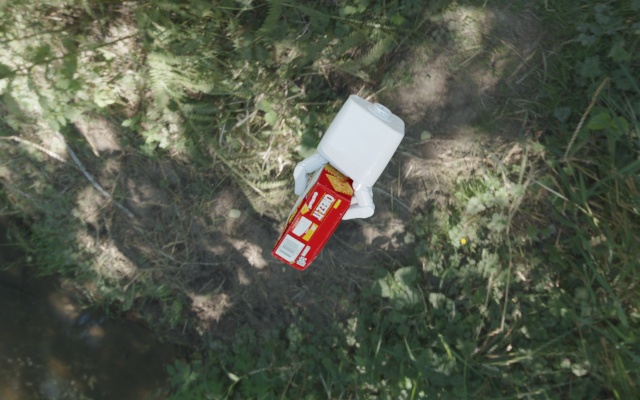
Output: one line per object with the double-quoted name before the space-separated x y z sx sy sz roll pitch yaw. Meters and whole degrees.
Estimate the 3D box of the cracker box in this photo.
"cracker box" 0.000 0.003 0.867 0.072 0.164 0.213 31 27 -5
